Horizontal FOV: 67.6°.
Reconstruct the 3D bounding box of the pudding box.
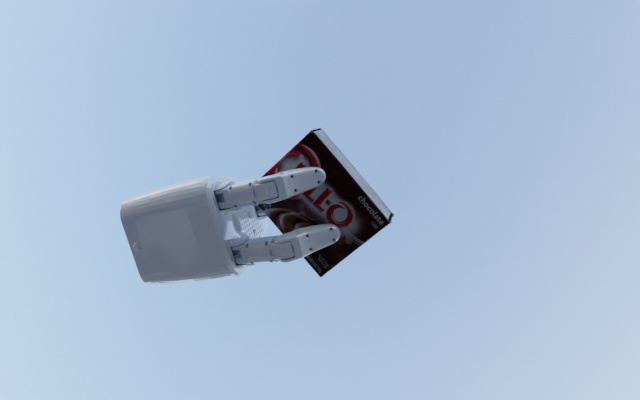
[{"bbox_3d":[0.000,0.001,0.457,0.090,0.113,0.039,-41,2,22],"label":"pudding box"}]
